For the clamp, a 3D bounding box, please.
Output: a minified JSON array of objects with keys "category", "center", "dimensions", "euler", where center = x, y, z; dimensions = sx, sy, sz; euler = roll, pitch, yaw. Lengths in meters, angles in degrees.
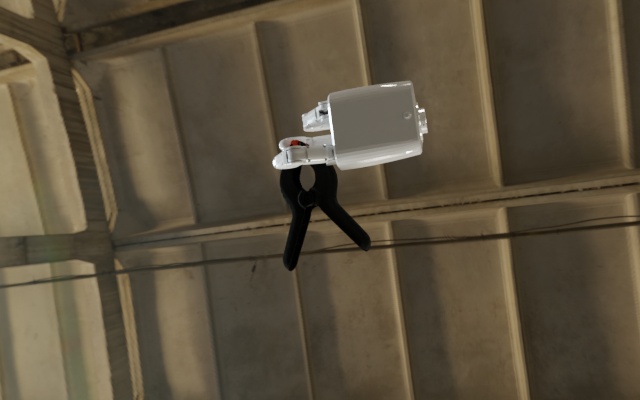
[{"category":"clamp","center":[0.000,0.002,0.623],"dimensions":[0.120,0.171,0.039],"euler":[-7,-4,13]}]
